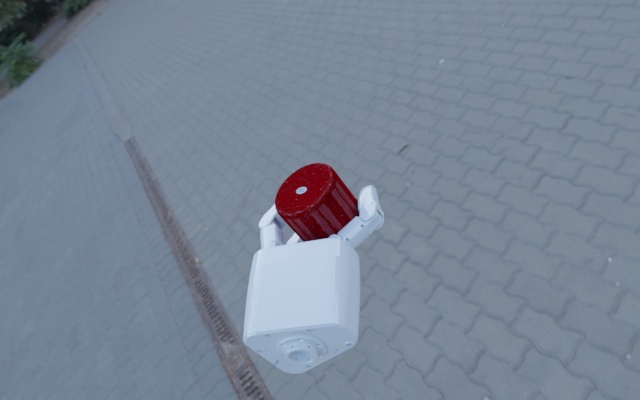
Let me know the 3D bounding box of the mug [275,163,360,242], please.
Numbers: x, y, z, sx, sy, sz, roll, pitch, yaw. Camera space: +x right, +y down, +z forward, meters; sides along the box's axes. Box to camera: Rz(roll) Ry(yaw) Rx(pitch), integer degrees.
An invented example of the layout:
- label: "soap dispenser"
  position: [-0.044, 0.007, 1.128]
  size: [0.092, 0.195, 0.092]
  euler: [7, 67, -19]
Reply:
- label: "mug"
  position: [0.000, 0.001, 0.573]
  size: [0.093, 0.117, 0.081]
  euler: [-23, -50, 21]
